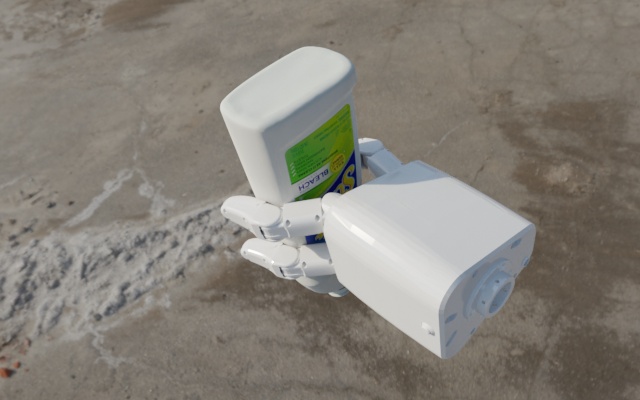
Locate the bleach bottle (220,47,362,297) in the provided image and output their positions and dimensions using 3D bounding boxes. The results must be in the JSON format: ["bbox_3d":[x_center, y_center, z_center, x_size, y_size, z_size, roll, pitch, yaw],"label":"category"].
[{"bbox_3d":[0.000,0.001,0.427,0.102,0.251,0.068,-38,49,-20],"label":"bleach bottle"}]
